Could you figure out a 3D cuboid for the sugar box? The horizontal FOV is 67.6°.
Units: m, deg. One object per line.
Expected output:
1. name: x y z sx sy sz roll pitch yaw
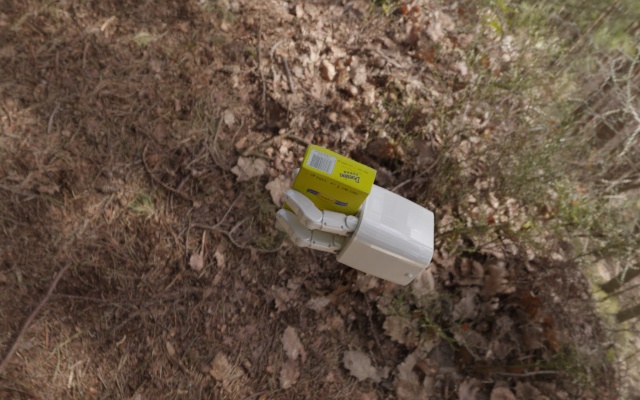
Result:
1. sugar box: 0.000 0.003 0.657 0.093 0.048 0.176 23 -35 -4
